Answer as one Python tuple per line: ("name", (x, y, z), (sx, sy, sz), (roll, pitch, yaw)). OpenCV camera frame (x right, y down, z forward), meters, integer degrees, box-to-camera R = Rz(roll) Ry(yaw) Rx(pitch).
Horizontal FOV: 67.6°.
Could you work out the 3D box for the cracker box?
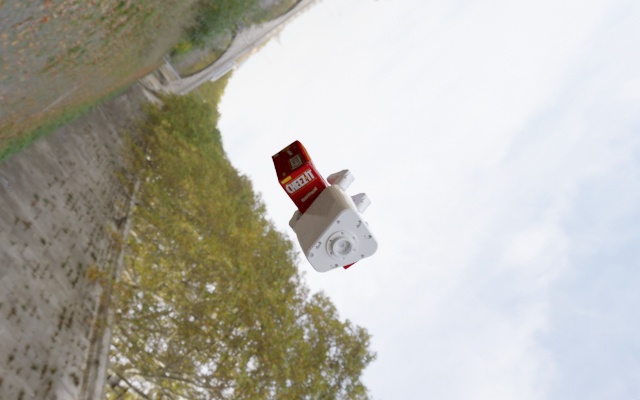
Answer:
("cracker box", (0.000, 0.003, 0.895), (0.072, 0.214, 0.164), (-34, 23, 3))
